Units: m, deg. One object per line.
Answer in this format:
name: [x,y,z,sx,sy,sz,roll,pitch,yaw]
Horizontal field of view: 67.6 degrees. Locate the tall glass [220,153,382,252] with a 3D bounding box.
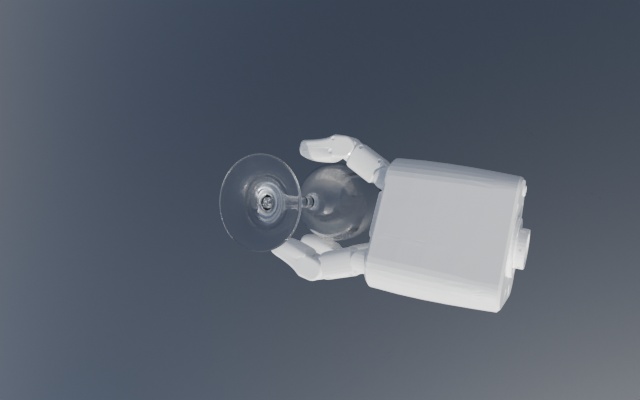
tall glass: [0.000,0.001,0.445,0.079,0.079,0.201,0,0,28]
